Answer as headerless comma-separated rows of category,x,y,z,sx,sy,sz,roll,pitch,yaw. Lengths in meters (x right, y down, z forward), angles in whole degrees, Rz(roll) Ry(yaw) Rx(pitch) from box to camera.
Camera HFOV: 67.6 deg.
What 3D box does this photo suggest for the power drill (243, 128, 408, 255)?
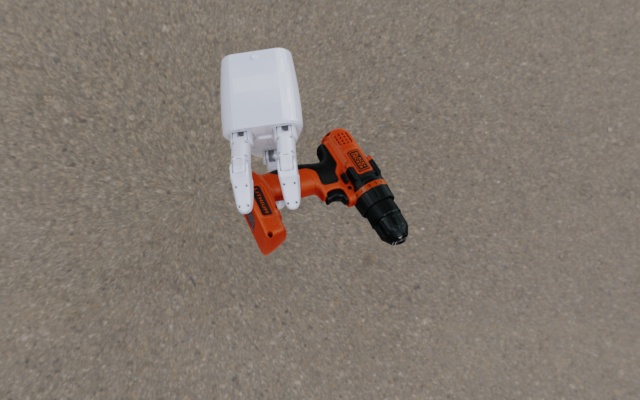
power drill,0.000,0.002,0.611,0.187,0.184,0.057,-19,-28,-23
